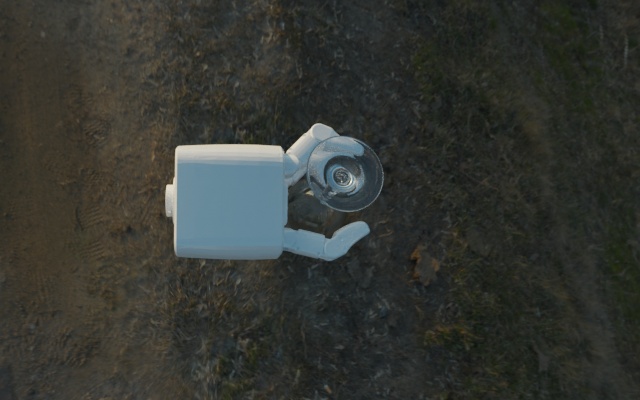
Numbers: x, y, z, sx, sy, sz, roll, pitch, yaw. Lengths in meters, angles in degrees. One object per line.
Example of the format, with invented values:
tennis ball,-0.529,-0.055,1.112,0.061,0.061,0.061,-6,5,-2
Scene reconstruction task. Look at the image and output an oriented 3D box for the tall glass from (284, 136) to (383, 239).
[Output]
tall glass,0.000,0.002,0.533,0.079,0.079,0.201,0,-16,-14
